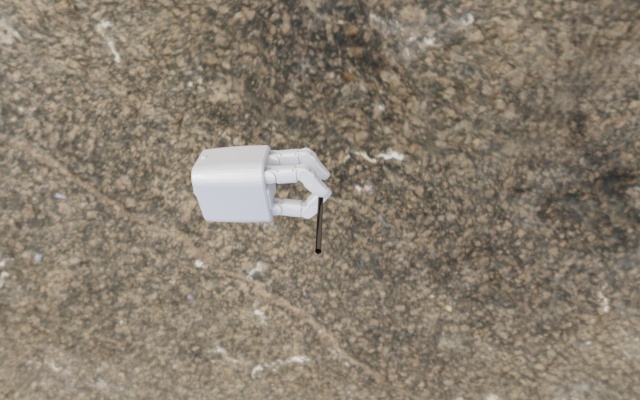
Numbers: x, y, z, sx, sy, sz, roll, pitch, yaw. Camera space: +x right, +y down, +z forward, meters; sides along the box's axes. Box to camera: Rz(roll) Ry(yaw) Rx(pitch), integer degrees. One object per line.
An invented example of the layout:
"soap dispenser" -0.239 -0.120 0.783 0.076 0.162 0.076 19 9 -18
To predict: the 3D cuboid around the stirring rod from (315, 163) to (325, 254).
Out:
"stirring rod" 0.000 0.002 0.693 0.011 0.011 0.239 0 30 2
